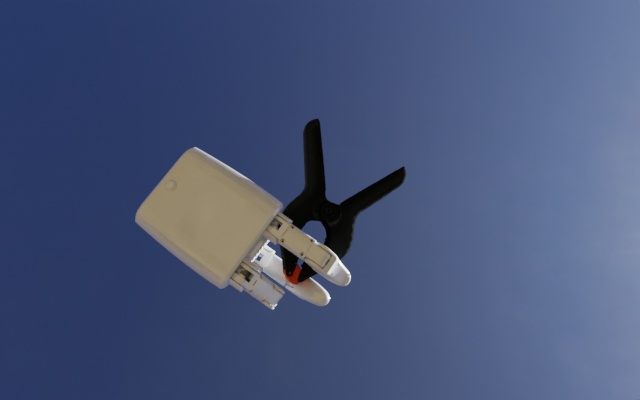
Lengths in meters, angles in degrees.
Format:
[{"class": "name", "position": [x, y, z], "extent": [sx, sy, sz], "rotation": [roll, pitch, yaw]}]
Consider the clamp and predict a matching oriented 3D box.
[{"class": "clamp", "position": [0.000, 0.002, 0.499], "extent": [0.120, 0.171, 0.039], "rotation": [35, -13, 2]}]
